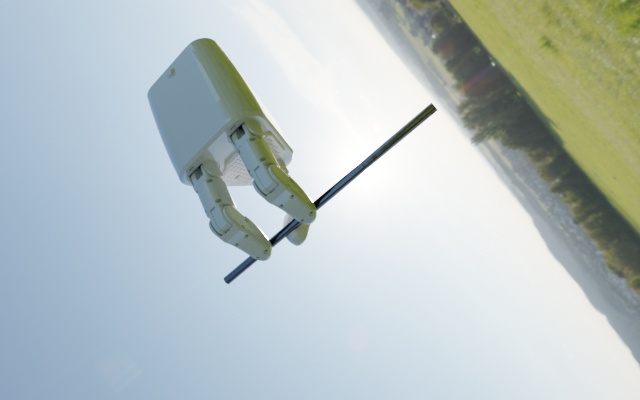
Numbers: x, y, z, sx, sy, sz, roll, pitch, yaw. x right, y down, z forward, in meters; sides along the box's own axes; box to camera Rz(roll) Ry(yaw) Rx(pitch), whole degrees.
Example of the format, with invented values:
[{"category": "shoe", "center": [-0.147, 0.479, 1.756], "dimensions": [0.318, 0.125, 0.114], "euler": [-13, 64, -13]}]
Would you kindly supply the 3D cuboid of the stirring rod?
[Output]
[{"category": "stirring rod", "center": [0.000, 0.001, 0.403], "dimensions": [0.239, 0.011, 0.011], "euler": [-40, -16, 19]}]
